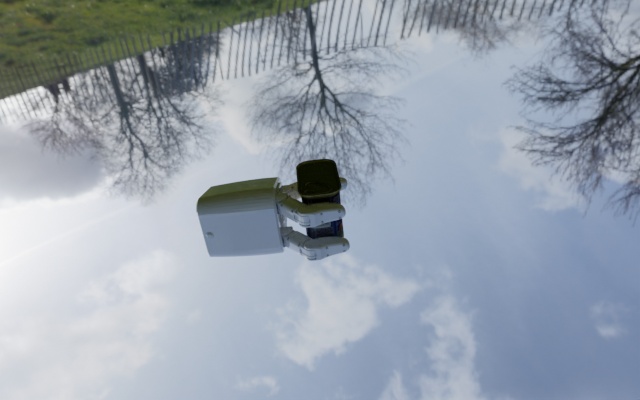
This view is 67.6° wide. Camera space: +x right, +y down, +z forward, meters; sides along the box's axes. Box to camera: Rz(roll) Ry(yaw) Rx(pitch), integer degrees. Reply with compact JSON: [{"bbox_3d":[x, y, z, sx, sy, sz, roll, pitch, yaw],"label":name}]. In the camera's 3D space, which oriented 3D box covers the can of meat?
[{"bbox_3d":[0.000,0.002,0.666,0.057,0.084,0.102,-7,31,-1],"label":"can of meat"}]
